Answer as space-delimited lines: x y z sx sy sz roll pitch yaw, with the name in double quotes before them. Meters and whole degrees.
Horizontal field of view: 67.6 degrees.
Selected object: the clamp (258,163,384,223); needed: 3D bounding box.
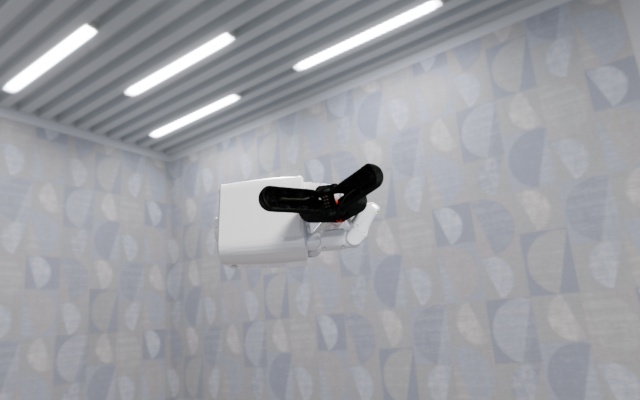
"clamp" 0.000 0.001 0.518 0.120 0.039 0.171 -5 -14 -1
